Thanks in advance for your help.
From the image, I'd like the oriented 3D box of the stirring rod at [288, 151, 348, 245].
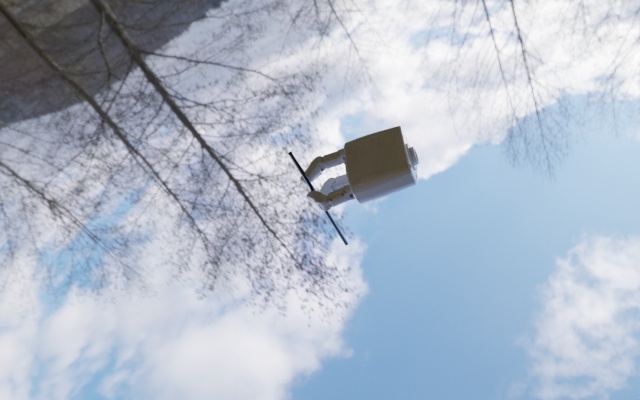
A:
[{"bbox_3d":[0.000,0.003,0.877,0.011,0.011,0.240,0,-44,36],"label":"stirring rod"}]
